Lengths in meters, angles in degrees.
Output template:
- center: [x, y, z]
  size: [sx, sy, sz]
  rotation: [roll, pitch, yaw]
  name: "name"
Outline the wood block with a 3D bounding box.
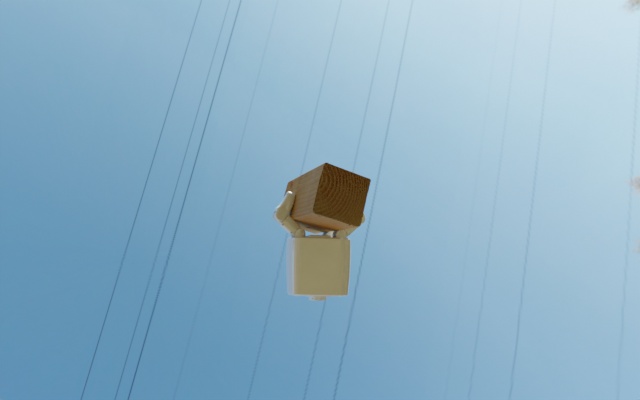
- center: [0.000, 0.003, 0.885]
  size: [0.091, 0.090, 0.206]
  rotation: [18, -13, -18]
  name: "wood block"
